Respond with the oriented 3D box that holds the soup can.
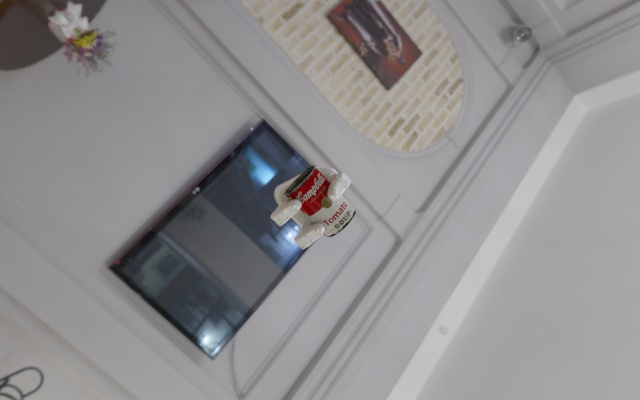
[{"bbox_3d":[0.001,0.003,0.780,0.068,0.102,0.068,-41,13,12],"label":"soup can"}]
